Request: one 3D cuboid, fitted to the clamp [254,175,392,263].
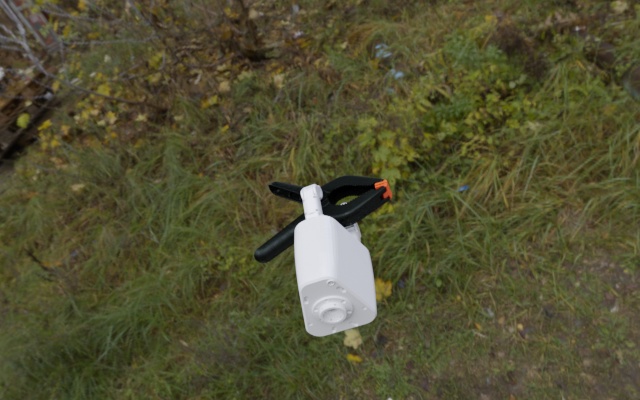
[{"bbox_3d":[0.000,0.002,0.715,0.210,0.036,0.164,-19,40,12],"label":"clamp"}]
